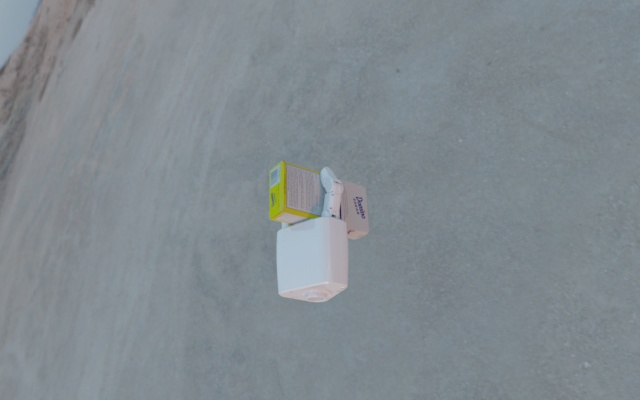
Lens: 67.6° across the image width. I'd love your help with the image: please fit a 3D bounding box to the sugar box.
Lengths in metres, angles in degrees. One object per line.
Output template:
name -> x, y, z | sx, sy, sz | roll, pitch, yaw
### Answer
sugar box -> 0.000, 0.003, 0.797 | 0.176, 0.093, 0.048 | 18, -32, -34
